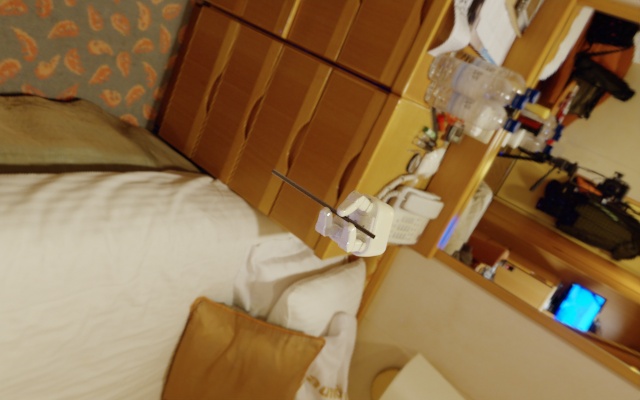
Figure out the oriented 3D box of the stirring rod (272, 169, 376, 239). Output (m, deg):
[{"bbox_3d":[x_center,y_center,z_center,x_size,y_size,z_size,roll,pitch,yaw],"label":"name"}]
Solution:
[{"bbox_3d":[0.000,0.003,0.854,0.239,0.011,0.011,33,16,26],"label":"stirring rod"}]
